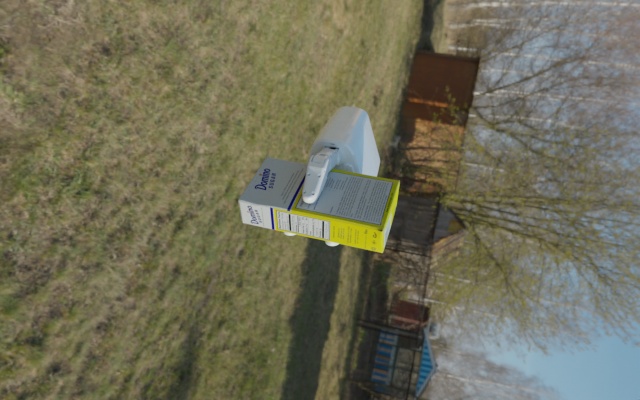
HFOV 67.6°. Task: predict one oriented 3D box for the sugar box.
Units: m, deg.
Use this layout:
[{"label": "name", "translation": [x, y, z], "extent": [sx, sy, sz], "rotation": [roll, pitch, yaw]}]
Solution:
[{"label": "sugar box", "translation": [0.000, 0.002, 0.582], "extent": [0.176, 0.048, 0.093], "rotation": [10, 42, 15]}]
